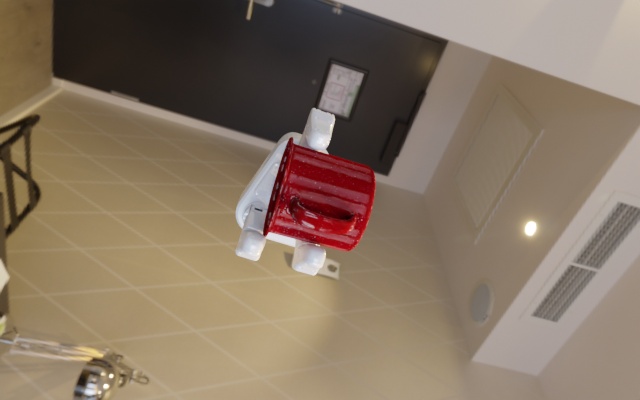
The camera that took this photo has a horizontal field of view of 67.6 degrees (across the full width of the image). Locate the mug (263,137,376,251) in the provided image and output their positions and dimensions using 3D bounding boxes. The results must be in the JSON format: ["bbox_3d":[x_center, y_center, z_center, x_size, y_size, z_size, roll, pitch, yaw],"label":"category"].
[{"bbox_3d":[0.000,0.002,0.421,0.081,0.093,0.117,15,13,-9],"label":"mug"}]
